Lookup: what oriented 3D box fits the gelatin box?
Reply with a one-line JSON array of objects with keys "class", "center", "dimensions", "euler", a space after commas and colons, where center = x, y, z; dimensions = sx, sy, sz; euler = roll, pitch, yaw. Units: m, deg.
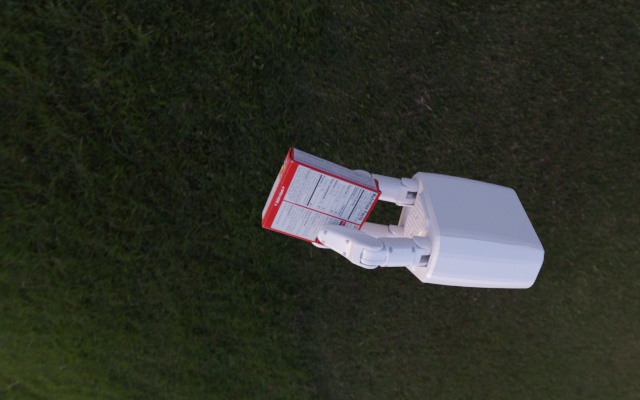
[{"class": "gelatin box", "center": [0.000, 0.002, 0.436], "dimensions": [0.089, 0.073, 0.030], "euler": [18, 28, -15]}]
